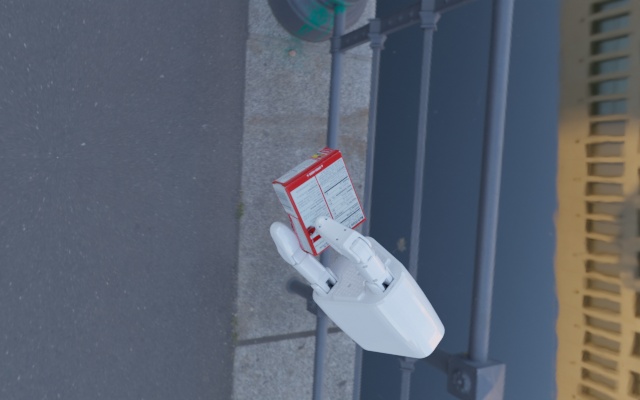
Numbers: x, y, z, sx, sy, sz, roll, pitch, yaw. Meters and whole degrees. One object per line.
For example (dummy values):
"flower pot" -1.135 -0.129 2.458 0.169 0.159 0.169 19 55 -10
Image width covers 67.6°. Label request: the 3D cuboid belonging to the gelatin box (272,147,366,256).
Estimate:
"gelatin box" 0.000 0.001 0.492 0.073 0.089 0.030 -35 30 -24
